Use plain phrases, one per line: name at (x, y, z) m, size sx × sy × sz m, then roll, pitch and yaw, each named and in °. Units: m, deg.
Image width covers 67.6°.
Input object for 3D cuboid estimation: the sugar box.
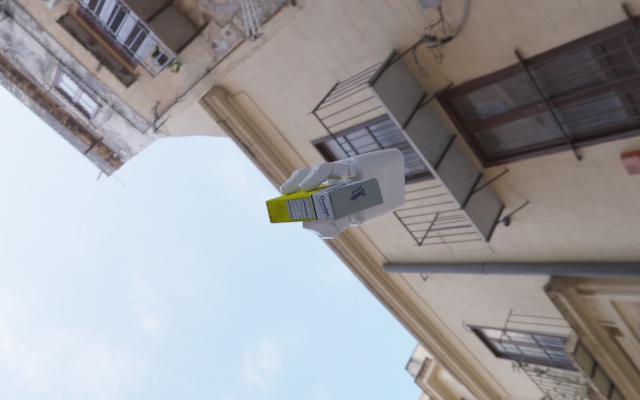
sugar box at (0.000, 0.002, 0.720) m, size 0.093 × 0.048 × 0.176 m, roll -18°, pitch 4°, yaw -36°
